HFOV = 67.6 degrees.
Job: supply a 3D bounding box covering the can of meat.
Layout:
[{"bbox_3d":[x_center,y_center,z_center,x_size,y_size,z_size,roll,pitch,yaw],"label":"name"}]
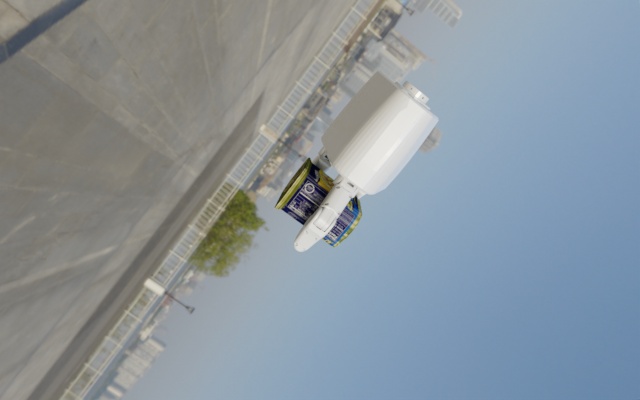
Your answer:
[{"bbox_3d":[0.000,0.002,0.563,0.084,0.057,0.102,37,14,-7],"label":"can of meat"}]
